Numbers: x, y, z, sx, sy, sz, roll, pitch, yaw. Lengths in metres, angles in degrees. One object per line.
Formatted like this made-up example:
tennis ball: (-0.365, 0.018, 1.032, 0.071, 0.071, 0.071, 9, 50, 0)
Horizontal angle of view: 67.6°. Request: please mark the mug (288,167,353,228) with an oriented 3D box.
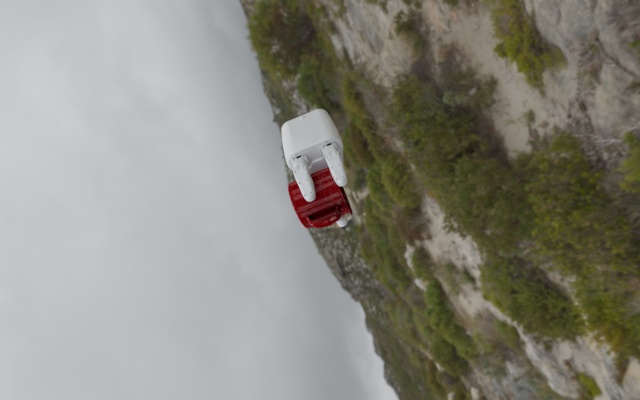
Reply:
mug: (0.000, 0.004, 0.778, 0.081, 0.093, 0.117, -22, 40, 6)
